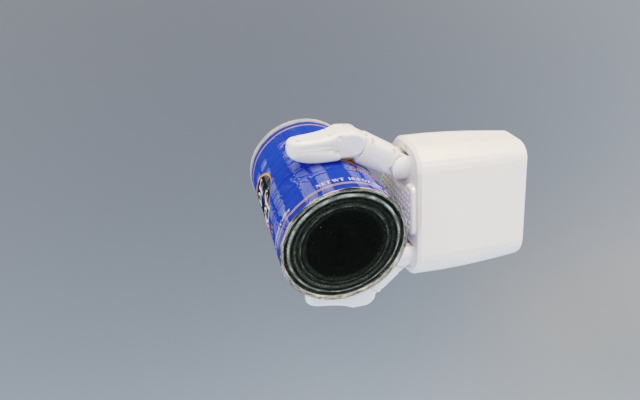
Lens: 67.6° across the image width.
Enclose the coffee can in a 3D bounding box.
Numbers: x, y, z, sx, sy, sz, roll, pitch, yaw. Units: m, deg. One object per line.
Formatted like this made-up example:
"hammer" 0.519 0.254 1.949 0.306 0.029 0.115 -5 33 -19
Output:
"coffee can" 0.000 0.001 0.417 0.103 0.103 0.140 0 30 -19
